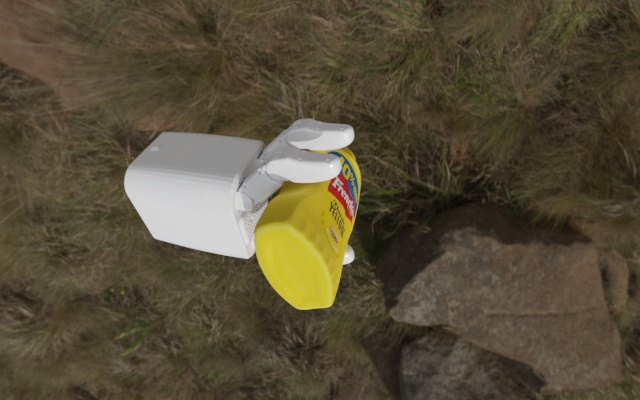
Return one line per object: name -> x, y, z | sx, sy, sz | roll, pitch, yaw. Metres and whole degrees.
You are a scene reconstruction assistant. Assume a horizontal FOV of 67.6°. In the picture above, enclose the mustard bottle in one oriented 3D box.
mustard bottle -> 0.000, 0.002, 0.449 | 0.058, 0.096, 0.191 | -12, 32, 24
